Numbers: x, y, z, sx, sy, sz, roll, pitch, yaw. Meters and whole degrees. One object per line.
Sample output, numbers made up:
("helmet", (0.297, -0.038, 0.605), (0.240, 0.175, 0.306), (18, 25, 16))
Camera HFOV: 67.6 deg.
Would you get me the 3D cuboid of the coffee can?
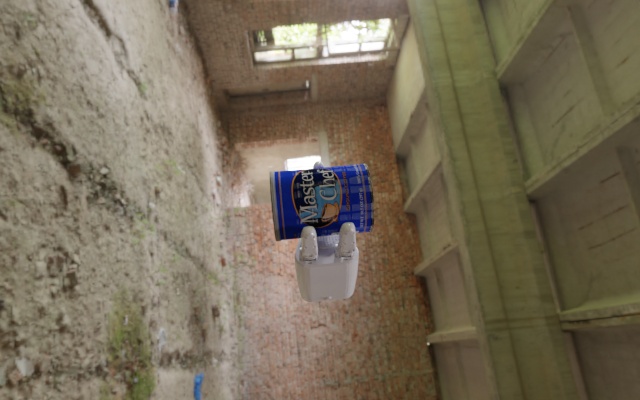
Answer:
("coffee can", (0.000, 0.002, 0.699), (0.140, 0.103, 0.103), (-5, 0, -4))
